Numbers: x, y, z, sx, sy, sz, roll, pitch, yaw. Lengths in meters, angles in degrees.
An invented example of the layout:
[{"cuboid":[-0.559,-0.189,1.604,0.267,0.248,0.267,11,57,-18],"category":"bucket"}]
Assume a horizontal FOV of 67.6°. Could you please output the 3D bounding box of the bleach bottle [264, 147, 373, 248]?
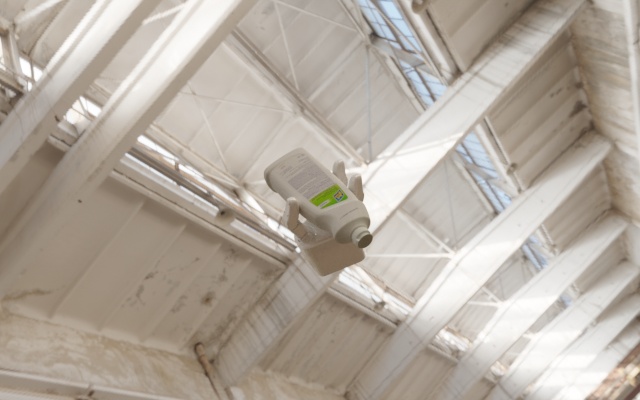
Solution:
[{"cuboid":[0.000,0.003,0.828,0.102,0.068,0.250,-35,46,-9],"category":"bleach bottle"}]
